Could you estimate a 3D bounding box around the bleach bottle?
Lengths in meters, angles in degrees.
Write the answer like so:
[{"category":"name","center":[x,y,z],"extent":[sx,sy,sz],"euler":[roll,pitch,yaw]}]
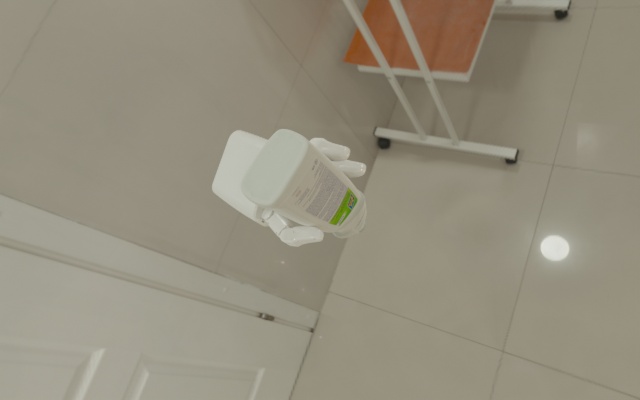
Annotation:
[{"category":"bleach bottle","center":[0.000,0.002,0.664],"extent":[0.068,0.102,0.251],"euler":[30,-5,34]}]
